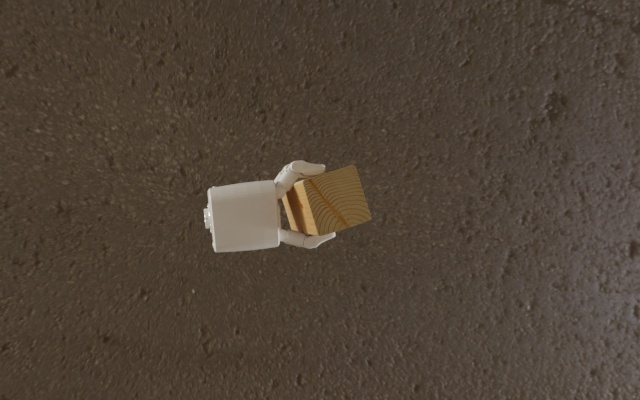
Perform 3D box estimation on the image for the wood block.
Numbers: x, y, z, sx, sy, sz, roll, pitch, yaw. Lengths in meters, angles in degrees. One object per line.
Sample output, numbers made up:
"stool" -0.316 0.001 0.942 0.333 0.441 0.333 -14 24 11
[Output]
"wood block" 0.000 0.003 0.818 0.090 0.091 0.206 -17 3 -14
